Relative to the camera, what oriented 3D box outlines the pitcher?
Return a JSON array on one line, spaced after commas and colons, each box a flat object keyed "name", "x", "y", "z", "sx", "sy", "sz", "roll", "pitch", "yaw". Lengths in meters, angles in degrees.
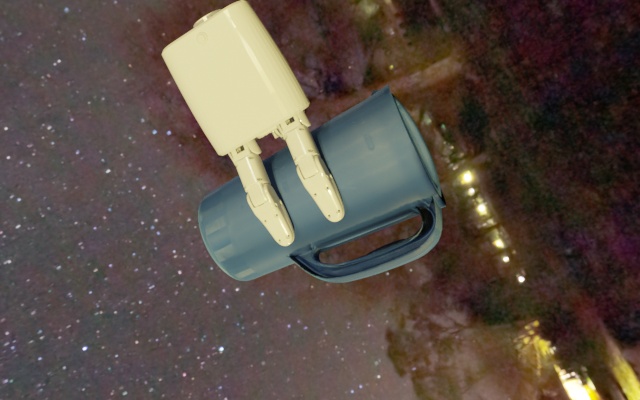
[{"name": "pitcher", "x": 0.000, "y": 0.001, "z": 0.497, "sx": 0.243, "sy": 0.145, "sz": 0.149, "roll": -26, "pitch": 15, "yaw": 16}]
